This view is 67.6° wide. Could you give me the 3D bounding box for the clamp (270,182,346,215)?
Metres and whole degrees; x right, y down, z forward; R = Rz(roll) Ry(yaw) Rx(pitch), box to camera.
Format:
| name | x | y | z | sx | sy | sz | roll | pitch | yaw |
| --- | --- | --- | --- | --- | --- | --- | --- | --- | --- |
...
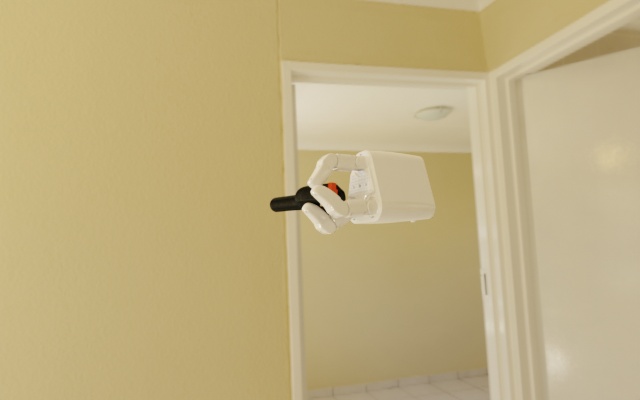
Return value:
| name | x | y | z | sx | sy | sz | roll | pitch | yaw |
| --- | --- | --- | --- | --- | --- | --- | --- | --- | --- |
| clamp | 0.000 | 0.002 | 0.776 | 0.120 | 0.039 | 0.171 | 2 | -7 | -26 |
